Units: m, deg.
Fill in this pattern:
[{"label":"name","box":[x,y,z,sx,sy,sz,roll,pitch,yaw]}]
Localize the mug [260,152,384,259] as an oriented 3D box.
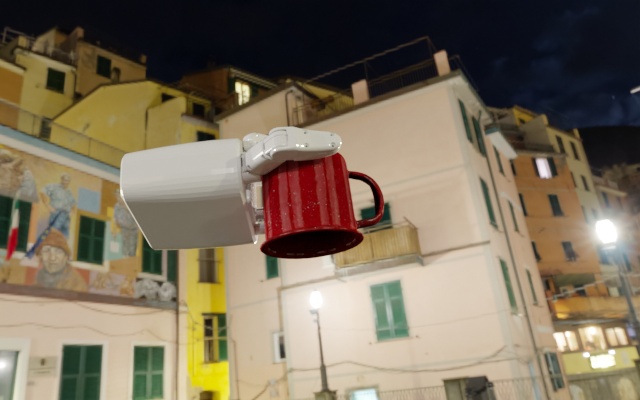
[{"label":"mug","box":[0.001,0.001,0.440,0.117,0.081,0.093,-6,-21,-2]}]
